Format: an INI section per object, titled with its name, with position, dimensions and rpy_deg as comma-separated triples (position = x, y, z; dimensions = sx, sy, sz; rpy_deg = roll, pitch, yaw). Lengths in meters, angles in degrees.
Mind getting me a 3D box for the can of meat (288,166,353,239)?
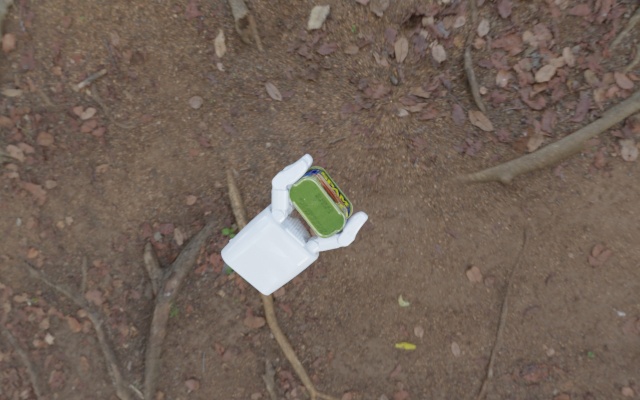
[can of meat]
position = 0.000, 0.003, 0.735
dimensions = 0.057, 0.102, 0.084
rpy_deg = -37, 4, 14
